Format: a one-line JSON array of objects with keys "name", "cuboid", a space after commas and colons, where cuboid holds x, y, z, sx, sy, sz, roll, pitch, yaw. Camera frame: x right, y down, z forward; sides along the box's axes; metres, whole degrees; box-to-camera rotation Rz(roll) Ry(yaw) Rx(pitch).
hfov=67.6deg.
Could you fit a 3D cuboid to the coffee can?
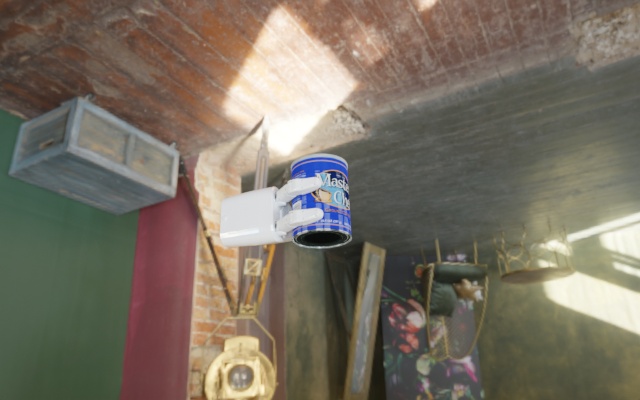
[{"name": "coffee can", "cuboid": [0.000, 0.003, 0.838, 0.103, 0.140, 0.103, -2, -22, -1]}]
